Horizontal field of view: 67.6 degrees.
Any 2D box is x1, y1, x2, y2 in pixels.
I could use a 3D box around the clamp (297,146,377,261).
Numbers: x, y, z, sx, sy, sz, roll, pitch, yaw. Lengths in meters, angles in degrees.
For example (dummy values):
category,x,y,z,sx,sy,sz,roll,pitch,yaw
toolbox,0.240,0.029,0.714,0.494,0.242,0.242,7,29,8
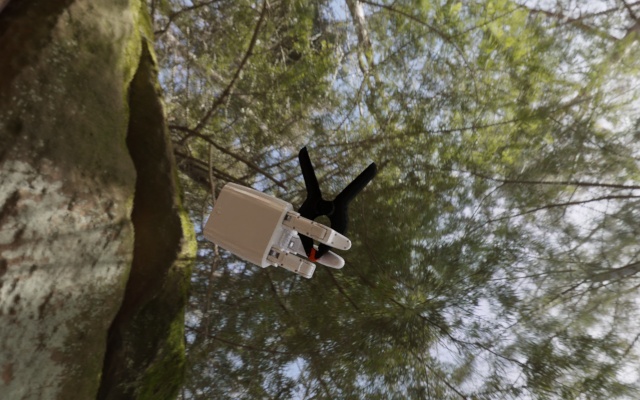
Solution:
category,x,y,z,sx,sy,sz,roll,pitch,yaw
clamp,0.000,0.003,0.714,0.120,0.171,0.039,22,-7,14
